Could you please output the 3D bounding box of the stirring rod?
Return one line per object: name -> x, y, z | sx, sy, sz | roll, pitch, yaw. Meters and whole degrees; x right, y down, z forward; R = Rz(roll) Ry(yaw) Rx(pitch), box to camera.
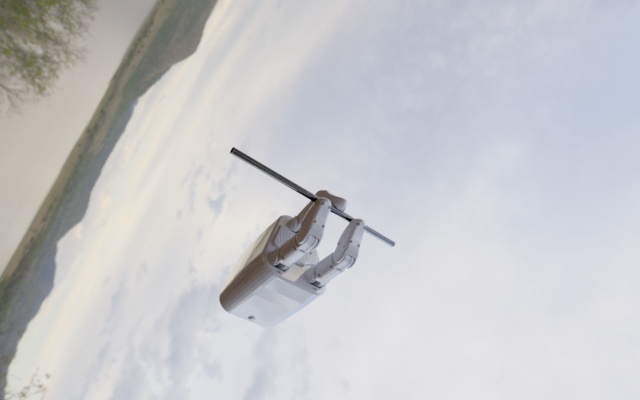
stirring rod -> 0.000, 0.002, 0.551 | 0.239, 0.011, 0.011 | 30, -15, -27
